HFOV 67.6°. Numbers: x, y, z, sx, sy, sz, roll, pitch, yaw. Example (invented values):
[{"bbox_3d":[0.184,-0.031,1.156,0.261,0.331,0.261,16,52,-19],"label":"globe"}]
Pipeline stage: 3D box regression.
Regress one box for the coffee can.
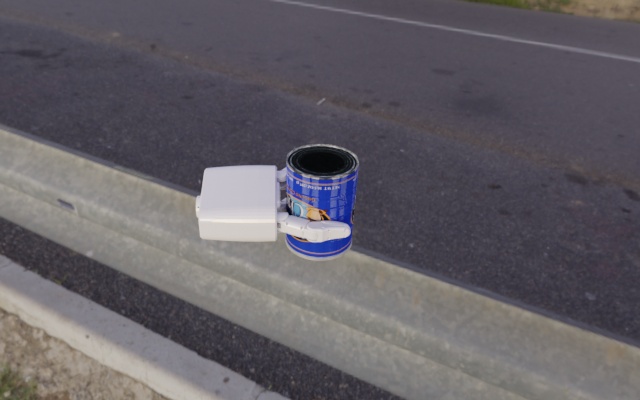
[{"bbox_3d":[0.000,0.002,0.699,0.103,0.140,0.102,2,32,-1],"label":"coffee can"}]
